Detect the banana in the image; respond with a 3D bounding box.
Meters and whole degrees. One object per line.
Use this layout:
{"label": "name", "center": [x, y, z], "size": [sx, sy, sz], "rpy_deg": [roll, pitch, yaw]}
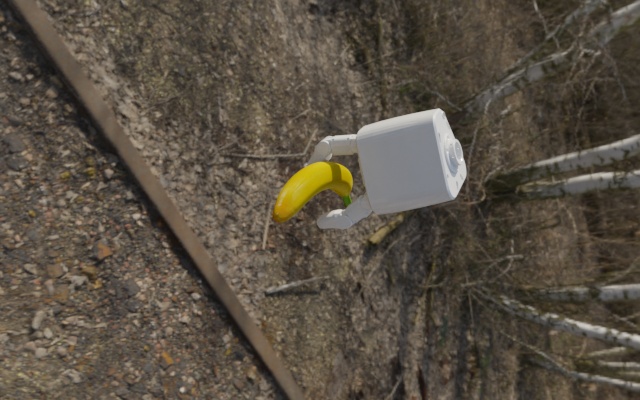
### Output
{"label": "banana", "center": [-0.001, -0.017, 0.632], "size": [0.037, 0.069, 0.198], "rpy_deg": [-8, 1, 32]}
